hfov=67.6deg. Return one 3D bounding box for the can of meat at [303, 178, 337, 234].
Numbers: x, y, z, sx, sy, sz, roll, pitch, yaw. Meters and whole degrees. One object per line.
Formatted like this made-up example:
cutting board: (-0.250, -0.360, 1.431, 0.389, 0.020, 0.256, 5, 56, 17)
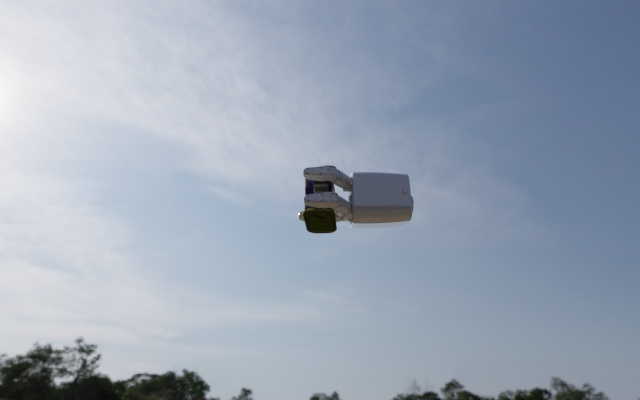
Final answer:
can of meat: (0.000, 0.003, 0.883, 0.057, 0.084, 0.102, -2, -27, 4)
